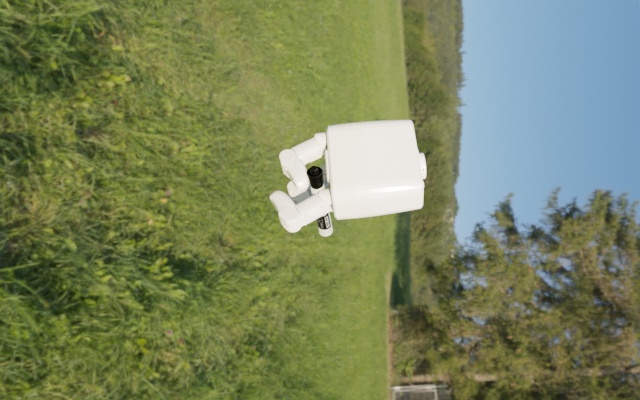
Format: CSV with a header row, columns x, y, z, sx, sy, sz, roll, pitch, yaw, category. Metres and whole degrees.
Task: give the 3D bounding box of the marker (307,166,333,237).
x,y,z,sx,sy,sz,roll,pitch,yaw,category
0.000,0.002,0.590,0.020,0.020,0.121,0,-40,9,marker
